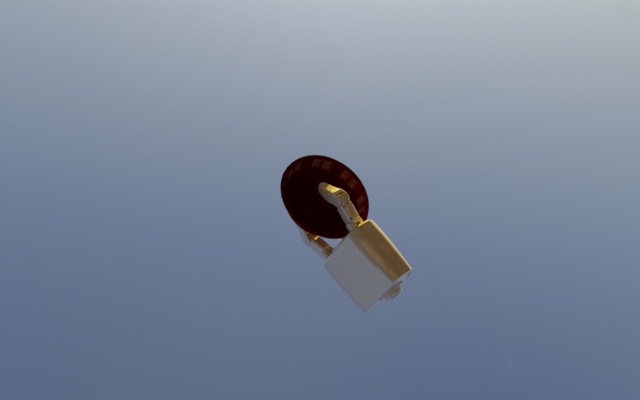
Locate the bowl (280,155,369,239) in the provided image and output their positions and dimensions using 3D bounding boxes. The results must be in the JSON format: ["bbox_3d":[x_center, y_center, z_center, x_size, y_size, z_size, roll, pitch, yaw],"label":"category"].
[{"bbox_3d":[-0.001,0.002,0.823,0.162,0.162,0.055,0,-28,-25],"label":"bowl"}]
